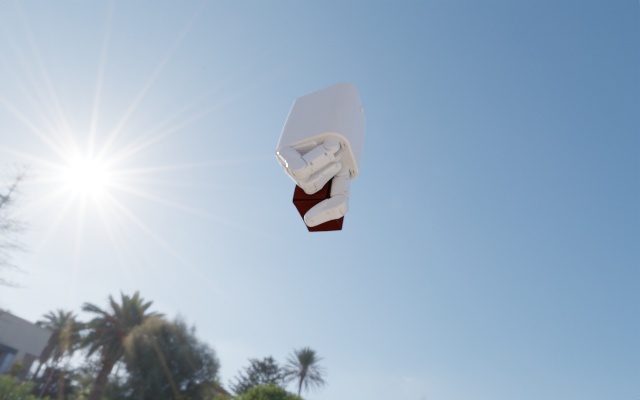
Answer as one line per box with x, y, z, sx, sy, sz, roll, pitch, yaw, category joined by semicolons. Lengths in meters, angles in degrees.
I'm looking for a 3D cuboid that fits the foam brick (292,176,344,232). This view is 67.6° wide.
0.000;0.002;0.672;0.053;0.051;0.078;-3;-37;18;foam brick
